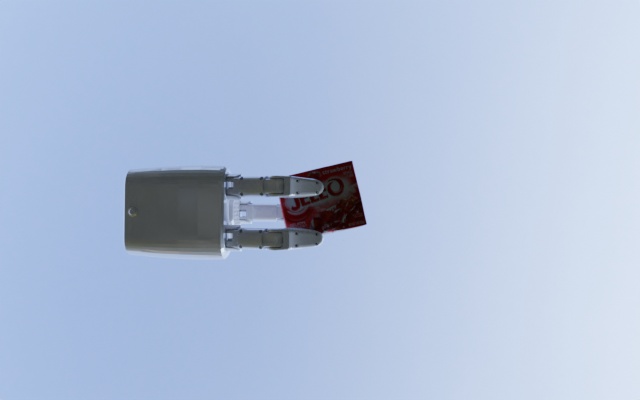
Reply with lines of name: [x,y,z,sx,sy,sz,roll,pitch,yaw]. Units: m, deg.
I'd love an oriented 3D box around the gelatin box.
gelatin box: [0.000,0.002,0.531,0.089,0.073,0.030,-13,-4,-3]
